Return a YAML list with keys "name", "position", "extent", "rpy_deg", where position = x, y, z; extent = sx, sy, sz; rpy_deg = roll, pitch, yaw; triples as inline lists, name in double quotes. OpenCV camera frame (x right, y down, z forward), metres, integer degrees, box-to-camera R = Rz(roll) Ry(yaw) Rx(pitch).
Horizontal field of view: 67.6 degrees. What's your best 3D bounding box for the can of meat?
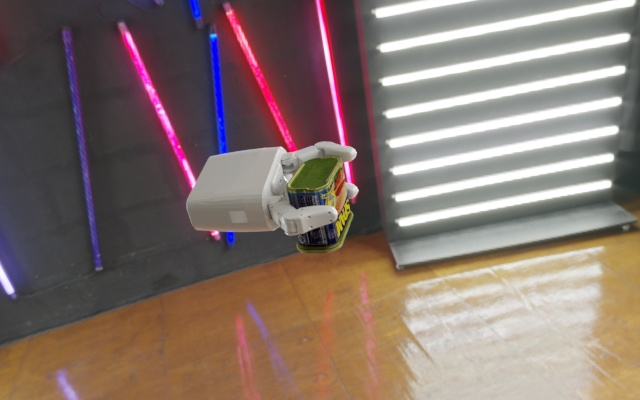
- name: "can of meat"
  position: [0.000, 0.002, 0.585]
  extent: [0.057, 0.084, 0.102]
  rpy_deg: [-2, 27, 18]
